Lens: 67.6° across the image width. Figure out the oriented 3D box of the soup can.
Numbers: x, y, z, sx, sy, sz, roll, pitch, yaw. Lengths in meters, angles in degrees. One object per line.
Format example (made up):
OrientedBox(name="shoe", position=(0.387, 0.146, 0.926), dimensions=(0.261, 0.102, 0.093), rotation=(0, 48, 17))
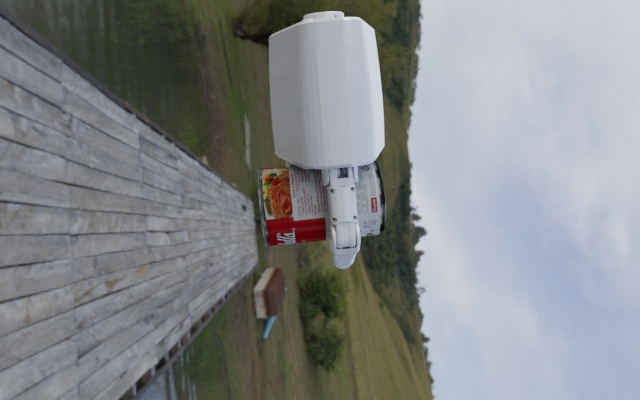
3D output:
OrientedBox(name="soup can", position=(0.000, 0.002, 0.416), dimensions=(0.102, 0.068, 0.068), rotation=(-5, 0, -3))
